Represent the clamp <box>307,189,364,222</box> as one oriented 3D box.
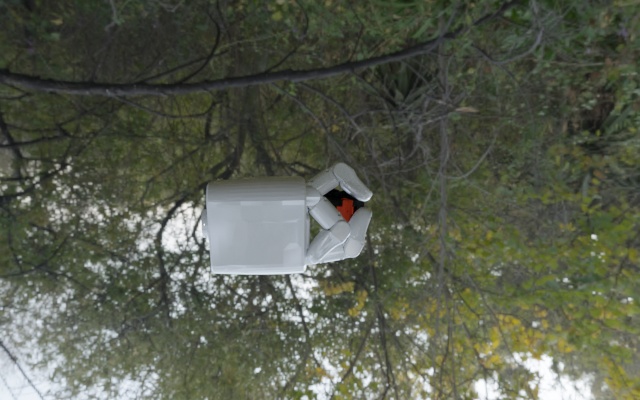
[{"bbox_3d":[0.000,0.003,0.642,0.120,0.039,0.171,-3,4,-6],"label":"clamp"}]
